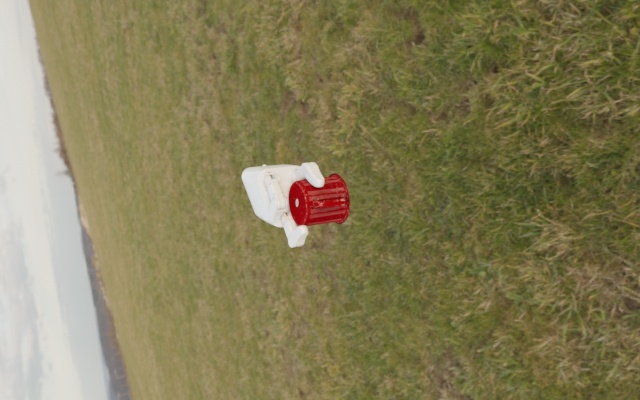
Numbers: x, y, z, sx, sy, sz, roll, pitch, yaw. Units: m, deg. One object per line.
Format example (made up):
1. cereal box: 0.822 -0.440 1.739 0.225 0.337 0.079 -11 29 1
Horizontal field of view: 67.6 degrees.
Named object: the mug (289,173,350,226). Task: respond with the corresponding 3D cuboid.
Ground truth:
1. mug: 0.001 0.003 0.836 0.081 0.093 0.117 -8 9 -27
